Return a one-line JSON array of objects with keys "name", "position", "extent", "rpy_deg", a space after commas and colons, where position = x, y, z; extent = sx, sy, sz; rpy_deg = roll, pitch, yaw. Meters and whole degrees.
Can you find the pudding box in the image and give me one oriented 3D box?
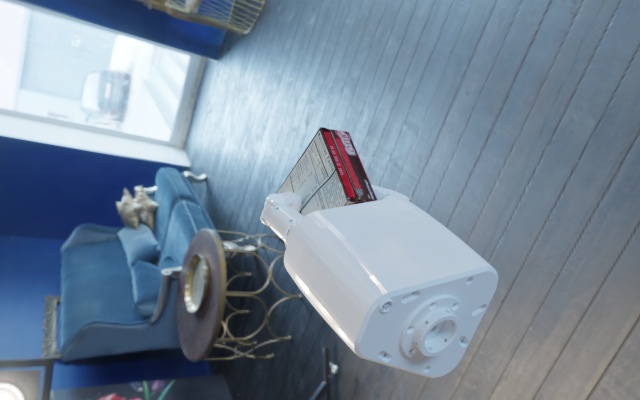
[{"name": "pudding box", "position": [0.000, 0.002, 0.452], "extent": [0.039, 0.090, 0.113], "rpy_deg": [8, -42, -33]}]
